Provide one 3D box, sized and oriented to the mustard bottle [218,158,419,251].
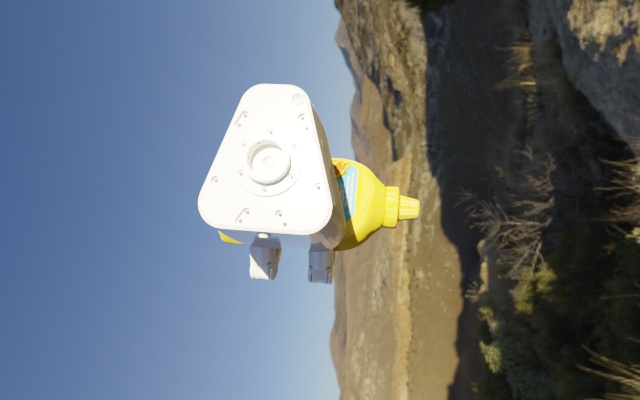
[{"bbox_3d":[0.000,0.002,0.473,0.191,0.096,0.058,4,-34,6],"label":"mustard bottle"}]
